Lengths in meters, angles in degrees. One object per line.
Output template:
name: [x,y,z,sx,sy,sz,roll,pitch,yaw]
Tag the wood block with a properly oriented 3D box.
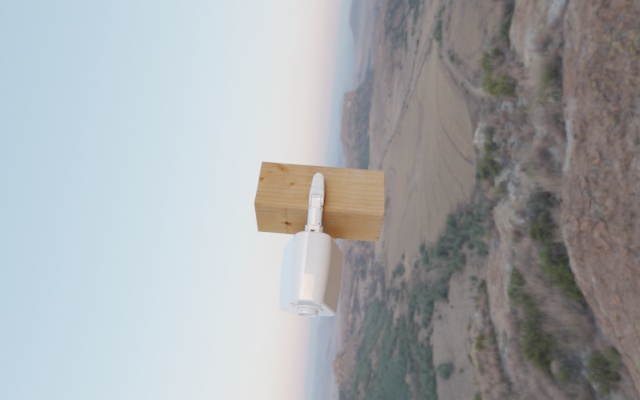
wood block: [0.000,0.003,0.805,0.206,0.090,0.091,5,-35,1]
